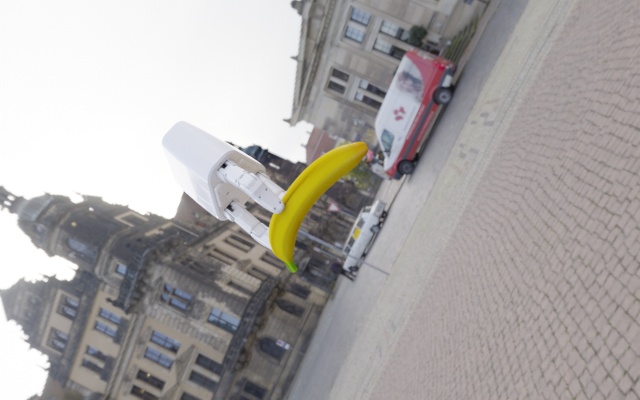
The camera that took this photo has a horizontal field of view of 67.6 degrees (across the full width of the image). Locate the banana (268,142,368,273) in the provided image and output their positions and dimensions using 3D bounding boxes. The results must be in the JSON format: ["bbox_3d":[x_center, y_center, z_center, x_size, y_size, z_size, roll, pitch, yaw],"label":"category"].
[{"bbox_3d":[-0.015,0.000,0.612,0.070,0.198,0.037,21,16,-42],"label":"banana"}]
